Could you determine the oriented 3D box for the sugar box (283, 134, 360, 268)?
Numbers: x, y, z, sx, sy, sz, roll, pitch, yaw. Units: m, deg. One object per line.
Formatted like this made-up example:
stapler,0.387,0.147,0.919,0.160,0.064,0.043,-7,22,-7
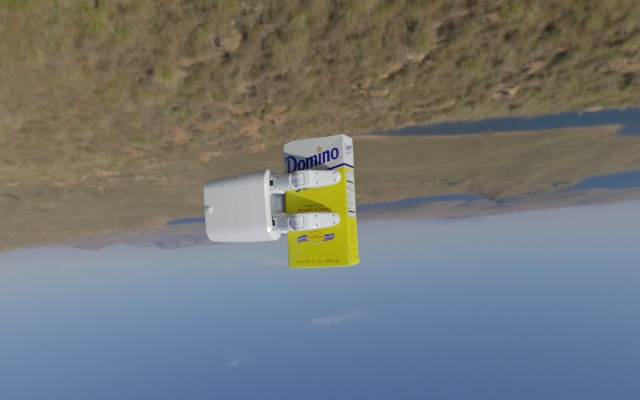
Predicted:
sugar box,0.000,0.002,0.656,0.093,0.176,0.048,-6,-3,22
